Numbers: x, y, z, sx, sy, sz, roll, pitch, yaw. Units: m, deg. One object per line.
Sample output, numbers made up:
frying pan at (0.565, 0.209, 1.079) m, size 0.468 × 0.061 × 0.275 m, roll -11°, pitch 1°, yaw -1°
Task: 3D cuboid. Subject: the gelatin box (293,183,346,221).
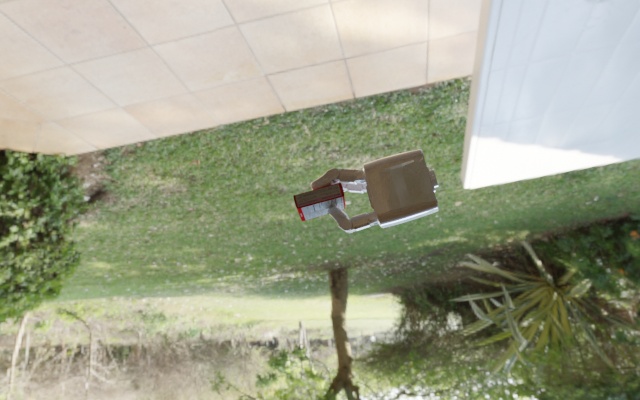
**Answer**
gelatin box at (0.000, 0.003, 0.869) m, size 0.089 × 0.030 × 0.073 m, roll -16°, pitch -20°, yaw -1°
